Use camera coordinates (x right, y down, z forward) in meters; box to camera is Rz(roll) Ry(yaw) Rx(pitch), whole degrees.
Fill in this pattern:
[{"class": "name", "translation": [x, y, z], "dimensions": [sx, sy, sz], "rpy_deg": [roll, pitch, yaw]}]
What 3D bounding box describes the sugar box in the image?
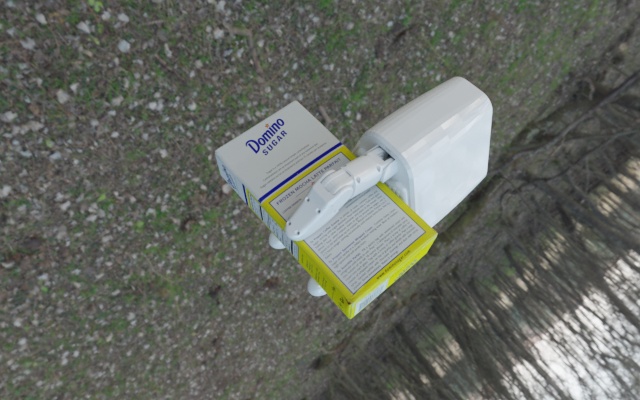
[{"class": "sugar box", "translation": [0.000, 0.002, 0.404], "dimensions": [0.093, 0.176, 0.048], "rpy_deg": [-36, -24, -20]}]
